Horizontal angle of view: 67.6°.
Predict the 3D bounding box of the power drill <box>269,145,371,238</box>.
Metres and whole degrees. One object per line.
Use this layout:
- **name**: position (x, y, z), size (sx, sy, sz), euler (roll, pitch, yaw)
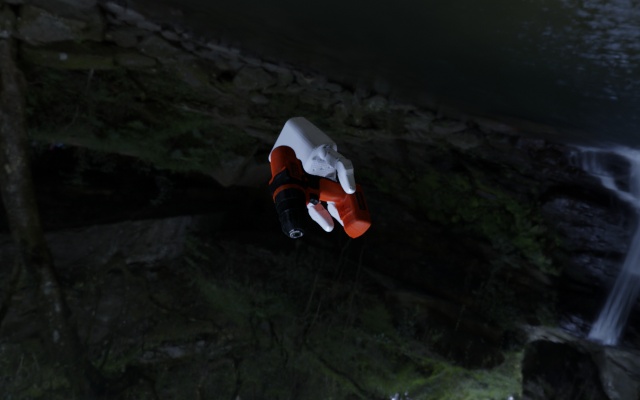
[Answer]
- **power drill**: position (0.000, 0.003, 0.817), size (0.188, 0.184, 0.057), euler (23, -49, -36)
